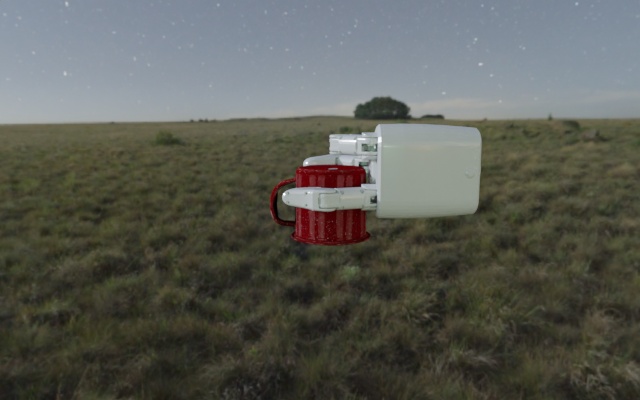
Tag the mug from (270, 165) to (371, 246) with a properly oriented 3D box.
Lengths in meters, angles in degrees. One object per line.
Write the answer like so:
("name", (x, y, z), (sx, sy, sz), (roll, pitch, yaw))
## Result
("mug", (-0.001, 0.002, 0.553), (0.117, 0.081, 0.093), (0, 9, 0))
